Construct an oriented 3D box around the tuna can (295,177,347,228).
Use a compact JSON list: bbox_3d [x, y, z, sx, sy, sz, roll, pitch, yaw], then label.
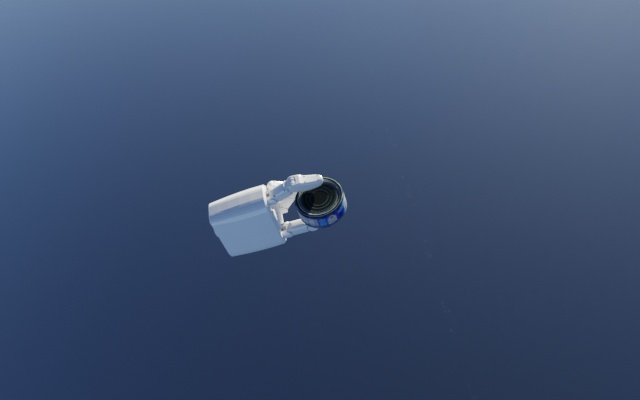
[{"bbox_3d":[0.000,0.002,0.811,0.086,0.086,0.034,0,-35,14],"label":"tuna can"}]
